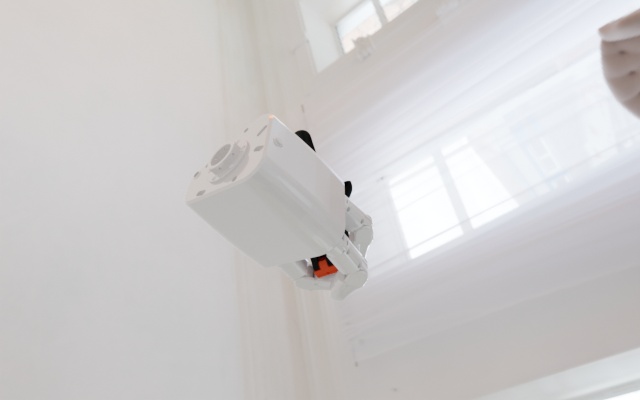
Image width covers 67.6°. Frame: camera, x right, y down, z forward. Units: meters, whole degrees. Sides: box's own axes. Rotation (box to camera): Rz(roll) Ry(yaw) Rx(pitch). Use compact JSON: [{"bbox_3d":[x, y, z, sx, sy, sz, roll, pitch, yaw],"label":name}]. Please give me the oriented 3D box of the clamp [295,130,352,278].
[{"bbox_3d":[0.000,0.002,0.537,0.039,0.171,0.120,-29,-55,25],"label":"clamp"}]
